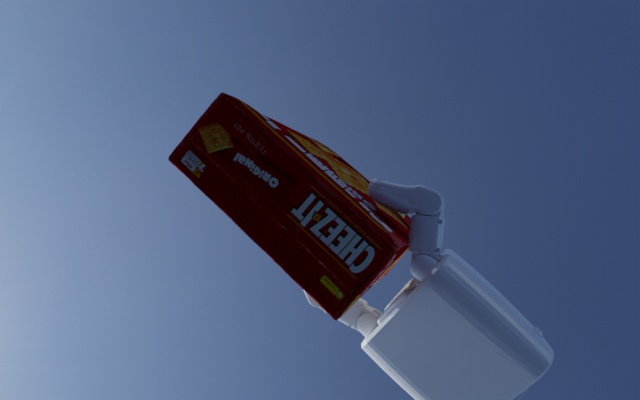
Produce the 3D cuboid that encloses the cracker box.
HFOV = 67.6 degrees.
[{"bbox_3d":[0.000,0.001,0.413,0.164,0.072,0.214,41,9,13],"label":"cracker box"}]
